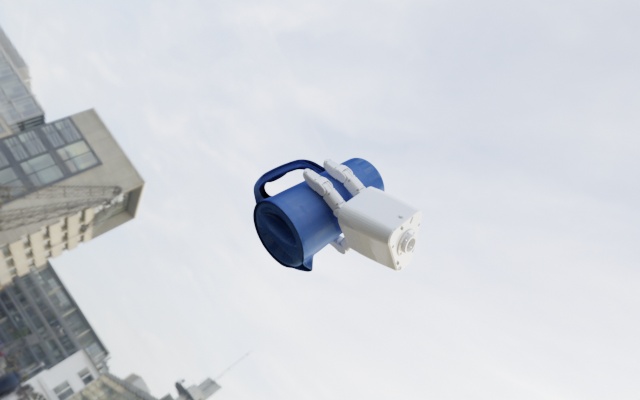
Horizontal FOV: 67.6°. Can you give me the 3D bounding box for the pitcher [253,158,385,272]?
[{"bbox_3d":[0.000,0.003,0.884,0.145,0.149,0.242,26,44,37],"label":"pitcher"}]
